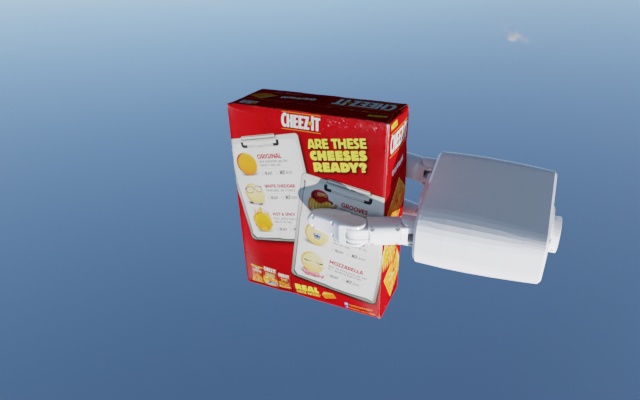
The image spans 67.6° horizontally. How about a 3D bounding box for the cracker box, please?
[{"bbox_3d":[0.000,0.002,0.496,0.164,0.214,0.072,11,31,22],"label":"cracker box"}]
